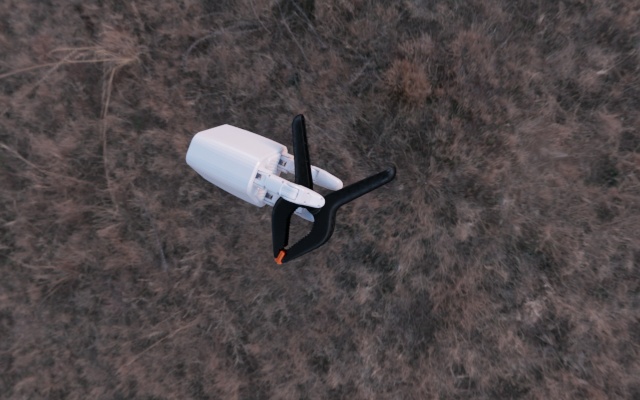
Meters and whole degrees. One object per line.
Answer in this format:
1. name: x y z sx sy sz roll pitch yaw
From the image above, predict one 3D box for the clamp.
1. clamp: -0.001 0.003 0.678 0.164 0.210 0.036 24 7 12
